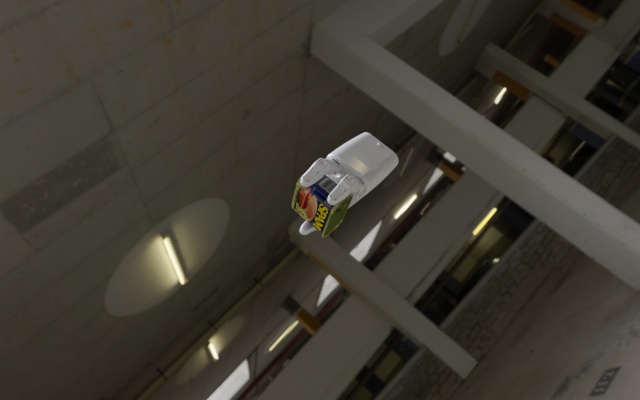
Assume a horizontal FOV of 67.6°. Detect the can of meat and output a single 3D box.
[{"bbox_3d":[0.000,0.003,0.836,0.057,0.084,0.102,-39,-19,-33],"label":"can of meat"}]
